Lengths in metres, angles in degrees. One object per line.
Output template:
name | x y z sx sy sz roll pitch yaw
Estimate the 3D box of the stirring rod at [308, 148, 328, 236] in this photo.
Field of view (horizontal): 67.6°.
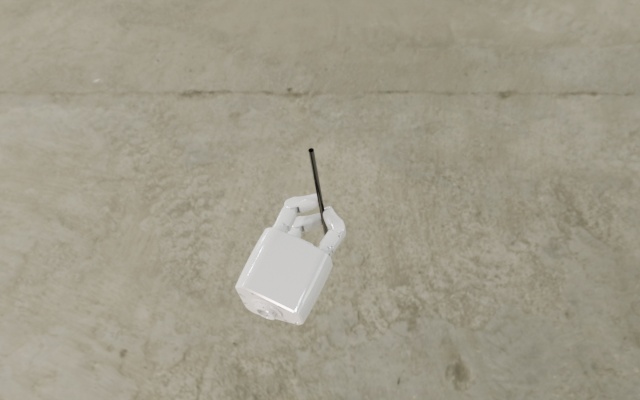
stirring rod | 0.000 0.003 0.758 0.011 0.011 0.240 0 -37 8
